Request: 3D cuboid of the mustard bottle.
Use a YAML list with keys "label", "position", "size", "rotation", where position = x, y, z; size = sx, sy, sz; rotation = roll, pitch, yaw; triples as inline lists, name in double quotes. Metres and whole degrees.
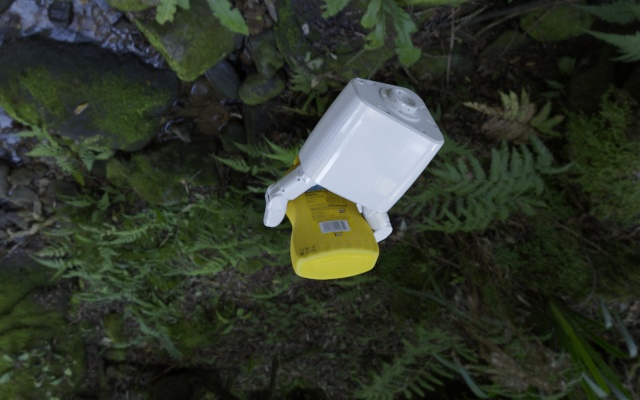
- label: "mustard bottle"
  position: [0.000, 0.002, 0.584]
  size: [0.096, 0.191, 0.058]
  rotation: [-5, -42, -13]
